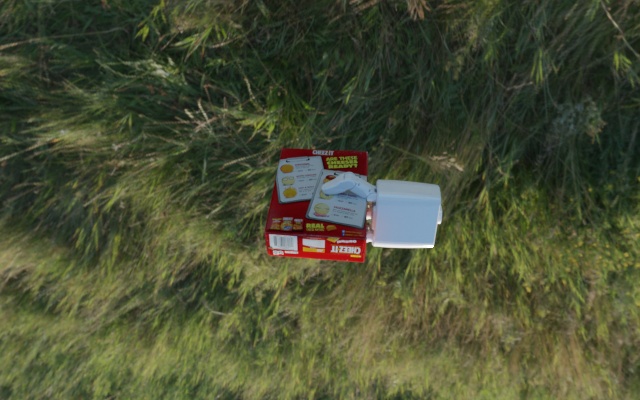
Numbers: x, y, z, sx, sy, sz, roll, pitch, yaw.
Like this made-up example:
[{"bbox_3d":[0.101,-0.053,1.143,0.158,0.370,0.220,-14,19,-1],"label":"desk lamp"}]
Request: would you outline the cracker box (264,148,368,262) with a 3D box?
[{"bbox_3d":[0.000,0.003,0.839,0.164,0.072,0.213,3,45,3],"label":"cracker box"}]
